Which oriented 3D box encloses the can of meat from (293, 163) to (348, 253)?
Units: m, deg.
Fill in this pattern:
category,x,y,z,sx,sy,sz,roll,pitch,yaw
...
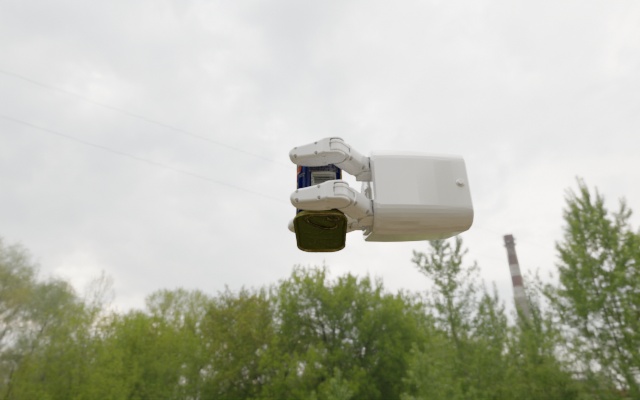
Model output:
category,x,y,z,sx,sy,sz,roll,pitch,yaw
can of meat,0.000,0.002,0.546,0.057,0.084,0.102,-1,-29,1
